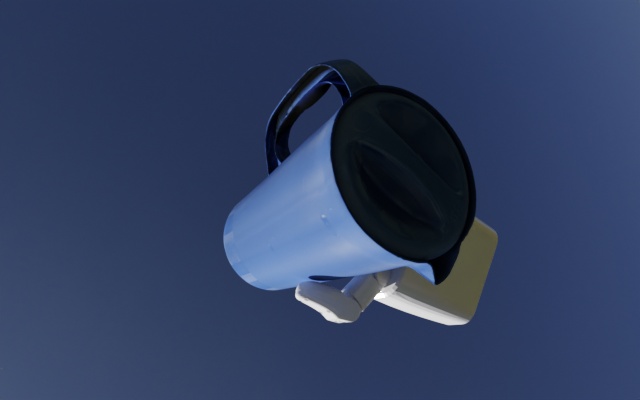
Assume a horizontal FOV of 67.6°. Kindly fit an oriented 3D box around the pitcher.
[{"bbox_3d":[0.000,0.002,0.428,0.145,0.149,0.243,26,-29,-24],"label":"pitcher"}]
